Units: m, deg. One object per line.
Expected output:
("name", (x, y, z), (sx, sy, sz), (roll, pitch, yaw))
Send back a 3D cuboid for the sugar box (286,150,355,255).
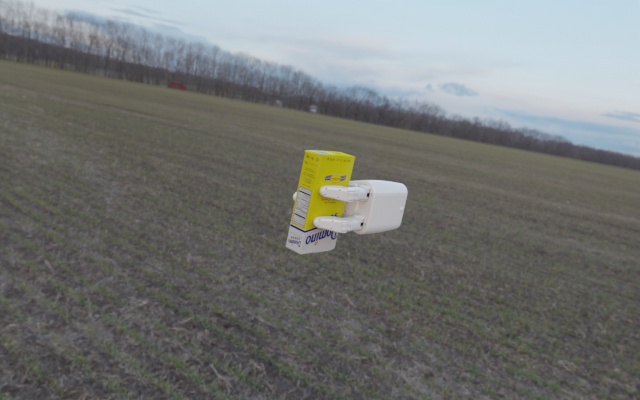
("sugar box", (0.001, 0.003, 0.831), (0.048, 0.176, 0.093), (19, 15, 41))
